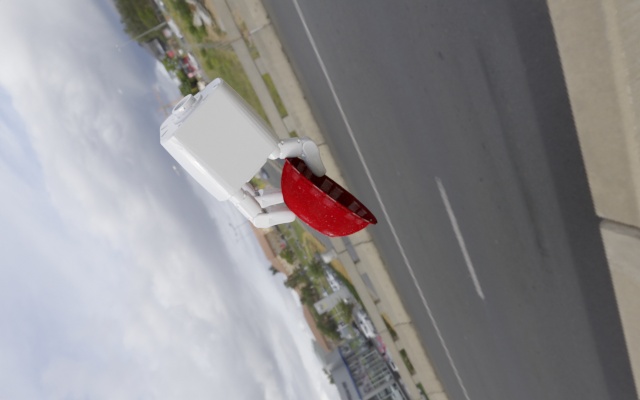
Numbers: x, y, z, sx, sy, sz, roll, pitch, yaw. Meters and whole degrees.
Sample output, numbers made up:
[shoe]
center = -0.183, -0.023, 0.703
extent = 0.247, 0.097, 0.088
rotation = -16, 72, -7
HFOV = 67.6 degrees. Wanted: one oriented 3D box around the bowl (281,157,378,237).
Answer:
[bowl]
center = 0.001, 0.003, 0.669
extent = 0.162, 0.055, 0.162
rotation = 35, 10, -7
